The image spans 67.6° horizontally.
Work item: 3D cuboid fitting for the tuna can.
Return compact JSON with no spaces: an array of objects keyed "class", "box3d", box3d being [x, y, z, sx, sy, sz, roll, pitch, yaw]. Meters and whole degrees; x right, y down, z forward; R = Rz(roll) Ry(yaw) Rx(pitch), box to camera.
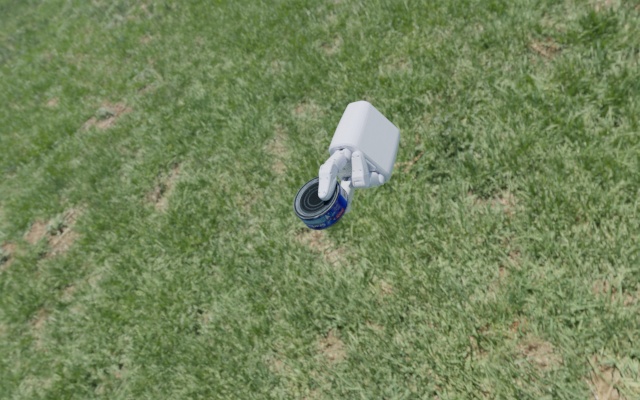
[{"class":"tuna can","box3d":[0.000,0.002,0.764,0.086,0.086,0.034,0,-33,36]}]
